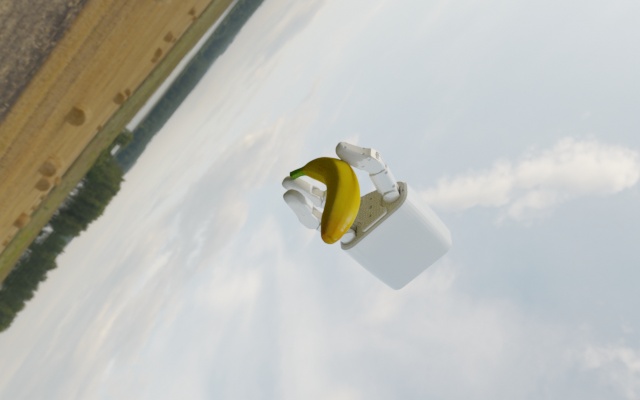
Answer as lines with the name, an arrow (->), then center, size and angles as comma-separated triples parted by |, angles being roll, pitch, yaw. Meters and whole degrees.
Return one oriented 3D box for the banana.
banana -> 0.013, -0.012, 0.550 | 0.037, 0.069, 0.197 | 46, 6, -24
